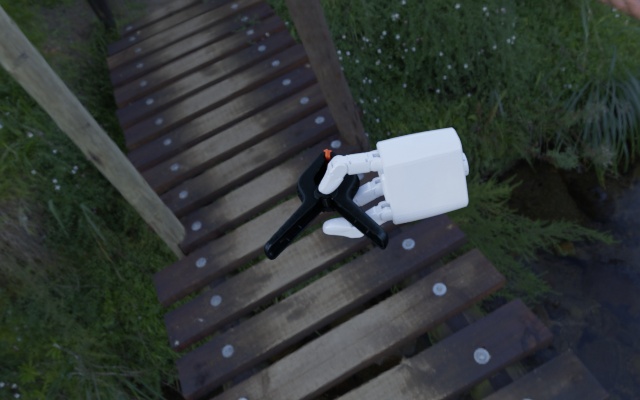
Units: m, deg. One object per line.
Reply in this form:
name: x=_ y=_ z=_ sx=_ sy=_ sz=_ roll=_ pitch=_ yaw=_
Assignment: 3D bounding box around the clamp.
clamp: x=0.000 y=0.001 z=0.688 sx=0.164 sy=0.036 sz=0.209 roll=-10 pitch=42 yaw=3
